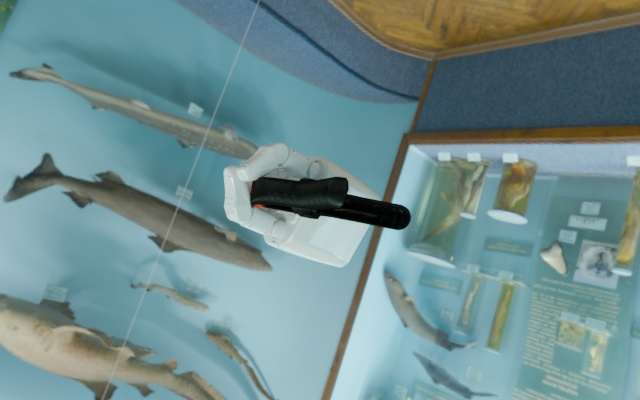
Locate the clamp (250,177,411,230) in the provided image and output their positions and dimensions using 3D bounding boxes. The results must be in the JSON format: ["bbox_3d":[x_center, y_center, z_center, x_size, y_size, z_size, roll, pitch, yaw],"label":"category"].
[{"bbox_3d":[0.000,0.002,0.469,0.120,0.039,0.171,26,-13,-40],"label":"clamp"}]
